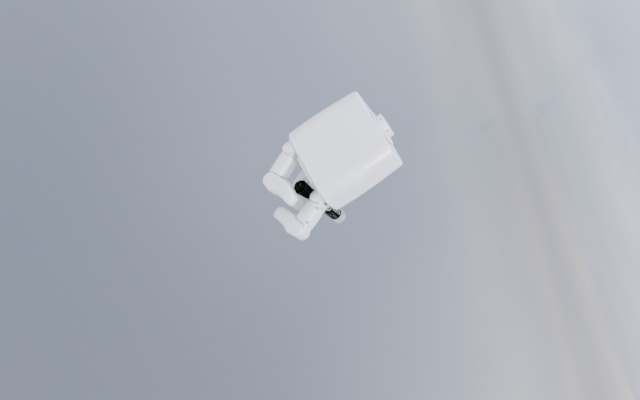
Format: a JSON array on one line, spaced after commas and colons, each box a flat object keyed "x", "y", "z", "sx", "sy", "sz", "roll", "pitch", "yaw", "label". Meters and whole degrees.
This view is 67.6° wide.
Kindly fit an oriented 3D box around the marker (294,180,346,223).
[{"x": 0.000, "y": 0.002, "z": 0.644, "sx": 0.020, "sy": 0.020, "sz": 0.121, "roll": 0, "pitch": -21, "yaw": 31, "label": "marker"}]
